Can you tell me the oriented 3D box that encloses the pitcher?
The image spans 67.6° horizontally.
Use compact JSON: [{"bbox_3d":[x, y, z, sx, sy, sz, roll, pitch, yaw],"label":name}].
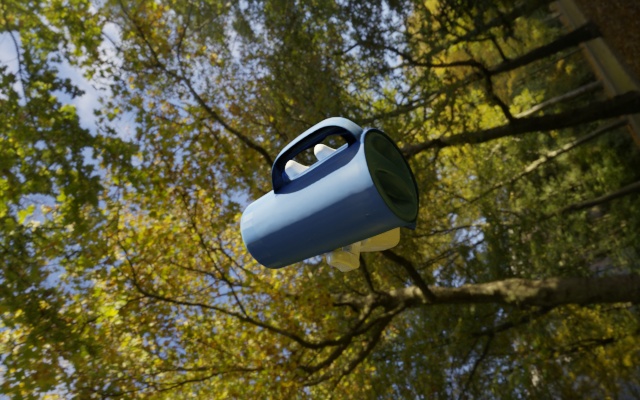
[{"bbox_3d":[0.000,0.002,0.663,0.243,0.149,0.145,-26,-21,31],"label":"pitcher"}]
